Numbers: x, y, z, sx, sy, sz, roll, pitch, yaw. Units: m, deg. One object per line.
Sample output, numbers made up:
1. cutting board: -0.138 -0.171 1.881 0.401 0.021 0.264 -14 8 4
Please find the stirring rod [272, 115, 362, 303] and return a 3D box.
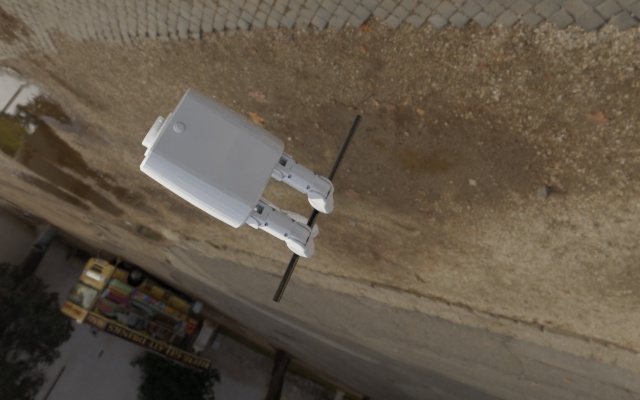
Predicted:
1. stirring rod: 0.000 0.002 0.538 0.011 0.239 0.011 21 -20 8
